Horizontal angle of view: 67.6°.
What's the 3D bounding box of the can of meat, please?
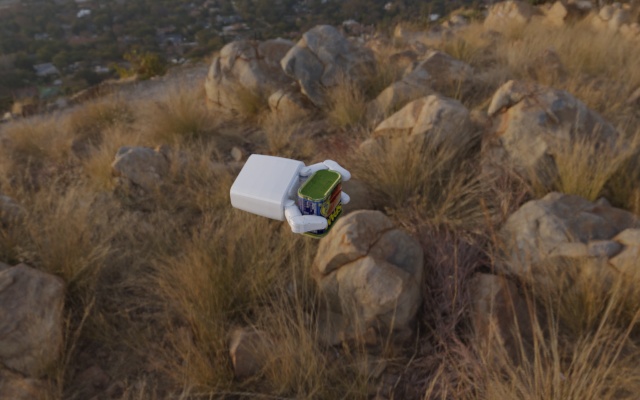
[{"bbox_3d":[0.000,0.003,0.850,0.057,0.084,0.102,15,39,21],"label":"can of meat"}]
